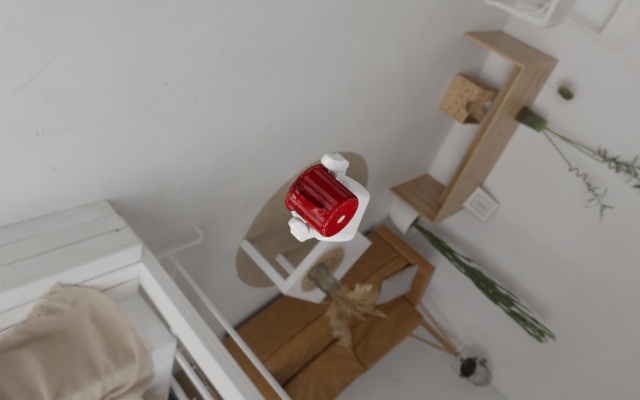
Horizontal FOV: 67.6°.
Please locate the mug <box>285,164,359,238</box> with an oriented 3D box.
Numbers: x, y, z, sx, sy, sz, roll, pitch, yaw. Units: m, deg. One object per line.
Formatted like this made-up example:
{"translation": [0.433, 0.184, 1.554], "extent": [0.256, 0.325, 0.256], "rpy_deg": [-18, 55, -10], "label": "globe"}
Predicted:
{"translation": [0.000, 0.002, 0.735], "extent": [0.081, 0.093, 0.117], "rpy_deg": [41, 13, 24], "label": "mug"}
